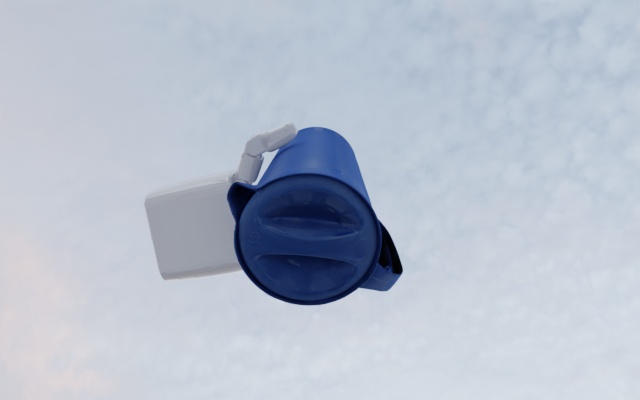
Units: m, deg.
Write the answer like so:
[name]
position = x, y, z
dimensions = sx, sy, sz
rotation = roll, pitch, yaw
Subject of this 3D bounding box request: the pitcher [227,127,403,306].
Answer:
[pitcher]
position = 0.000, 0.002, 0.534
dimensions = 0.145, 0.149, 0.242
rotation = -13, 21, 7
